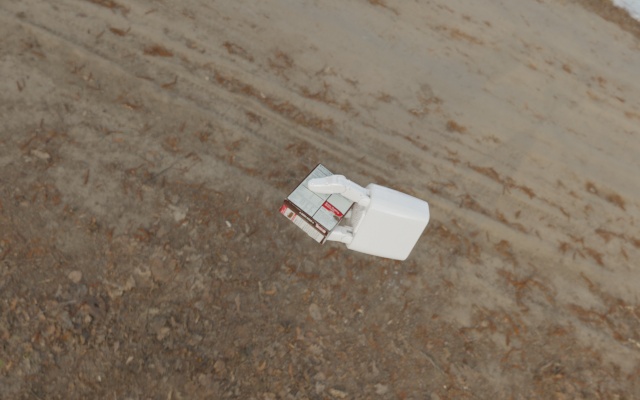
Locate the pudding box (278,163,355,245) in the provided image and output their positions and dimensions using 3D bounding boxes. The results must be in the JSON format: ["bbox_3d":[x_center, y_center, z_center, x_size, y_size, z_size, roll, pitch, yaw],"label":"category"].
[{"bbox_3d":[0.000,0.002,0.770,0.113,0.090,0.039,-48,-6,-44],"label":"pudding box"}]
